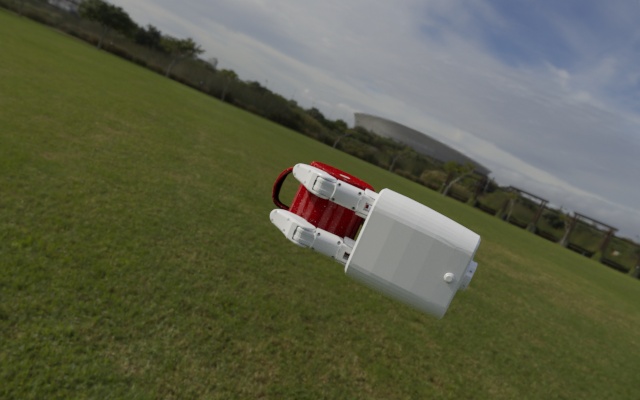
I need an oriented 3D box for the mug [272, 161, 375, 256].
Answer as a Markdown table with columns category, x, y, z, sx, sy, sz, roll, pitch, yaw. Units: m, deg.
| category | x | y | z | sx | sy | sz | roll | pitch | yaw |
| --- | --- | --- | --- | --- | --- | --- | --- | --- | --- |
| mug | -0.001 | 0.001 | 0.551 | 0.117 | 0.081 | 0.093 | 26 | 9 | 13 |
